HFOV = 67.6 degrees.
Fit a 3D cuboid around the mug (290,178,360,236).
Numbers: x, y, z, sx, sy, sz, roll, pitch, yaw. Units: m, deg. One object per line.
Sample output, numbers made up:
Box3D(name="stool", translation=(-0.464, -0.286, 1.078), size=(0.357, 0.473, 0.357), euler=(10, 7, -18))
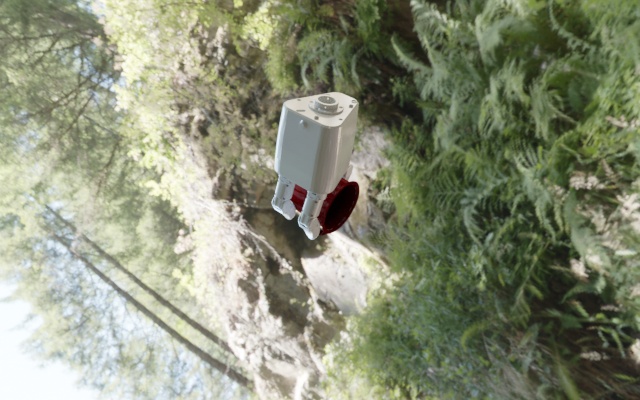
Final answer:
Box3D(name="mug", translation=(0.000, 0.004, 0.762), size=(0.081, 0.117, 0.093), euler=(32, 39, 26))
